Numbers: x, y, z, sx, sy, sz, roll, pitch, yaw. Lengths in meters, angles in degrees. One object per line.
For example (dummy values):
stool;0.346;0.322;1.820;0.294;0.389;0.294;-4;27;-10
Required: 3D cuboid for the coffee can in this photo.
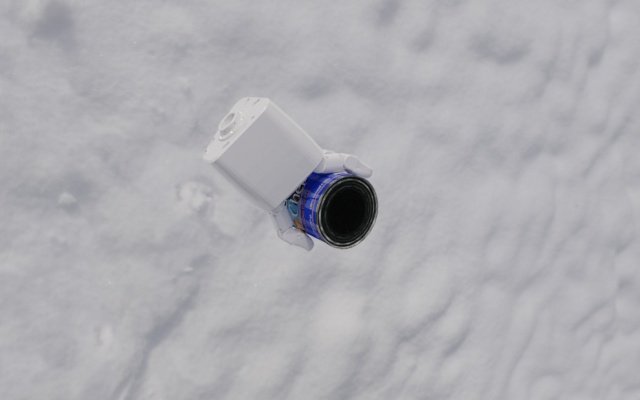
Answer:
coffee can;0.000;0.002;0.692;0.103;0.103;0.140;0;11;-34
